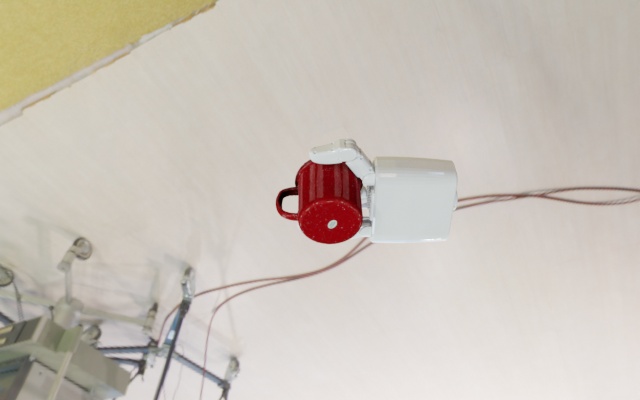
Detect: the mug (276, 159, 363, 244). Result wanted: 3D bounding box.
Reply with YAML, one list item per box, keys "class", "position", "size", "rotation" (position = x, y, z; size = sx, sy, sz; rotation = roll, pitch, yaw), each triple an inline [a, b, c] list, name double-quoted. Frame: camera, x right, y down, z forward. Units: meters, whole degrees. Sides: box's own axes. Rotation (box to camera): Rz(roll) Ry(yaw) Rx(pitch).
- class: "mug"
  position: [-0.001, 0.002, 0.618]
  size: [0.117, 0.093, 0.081]
  rotation: [-1, 42, 0]
